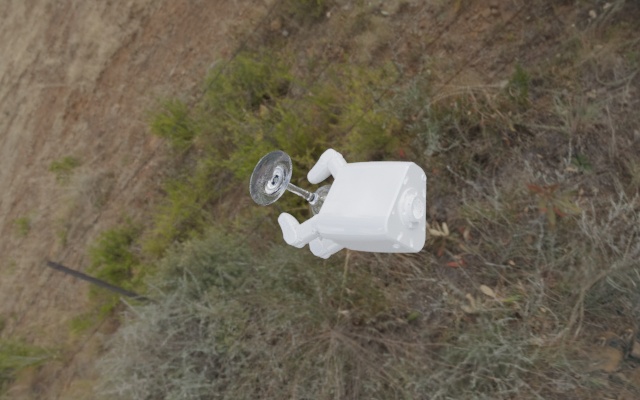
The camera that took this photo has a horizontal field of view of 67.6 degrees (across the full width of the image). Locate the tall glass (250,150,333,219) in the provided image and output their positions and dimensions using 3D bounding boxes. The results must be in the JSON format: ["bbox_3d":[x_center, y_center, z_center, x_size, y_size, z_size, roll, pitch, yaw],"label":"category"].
[{"bbox_3d":[0.000,0.002,0.673,0.079,0.079,0.201,0,-19,42],"label":"tall glass"}]
